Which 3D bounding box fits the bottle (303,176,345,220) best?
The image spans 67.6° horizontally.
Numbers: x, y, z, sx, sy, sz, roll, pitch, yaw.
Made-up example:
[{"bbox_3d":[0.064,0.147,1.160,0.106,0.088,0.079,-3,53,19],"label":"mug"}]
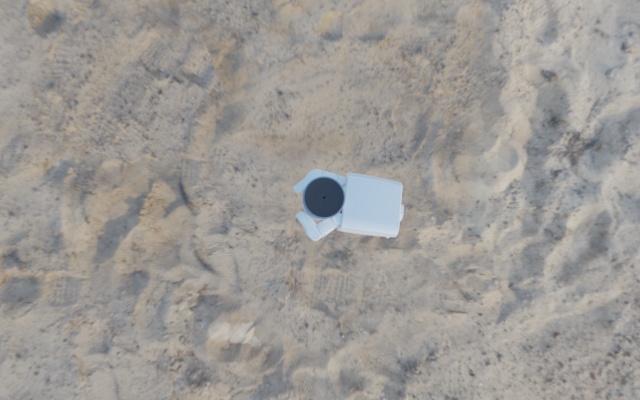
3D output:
[{"bbox_3d":[0.000,0.003,0.887,0.069,0.069,0.296,0,-3,-2],"label":"bottle"}]
